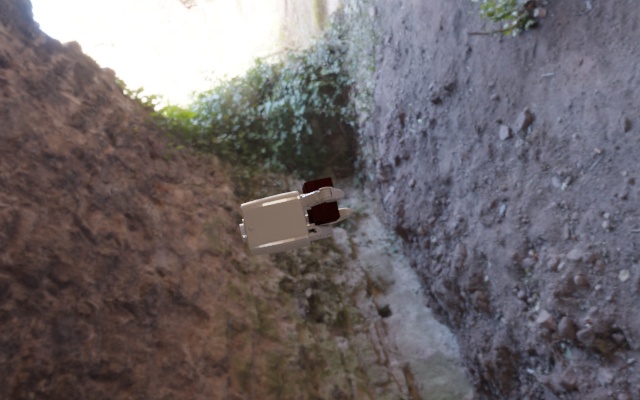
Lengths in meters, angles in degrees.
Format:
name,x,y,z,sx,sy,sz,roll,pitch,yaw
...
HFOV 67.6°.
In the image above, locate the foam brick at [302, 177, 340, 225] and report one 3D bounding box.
name,x,y,z,sx,sy,sz,roll,pitch,yaw
foam brick,0.000,0.003,0.875,0.051,0.078,0.053,-11,-9,-8
